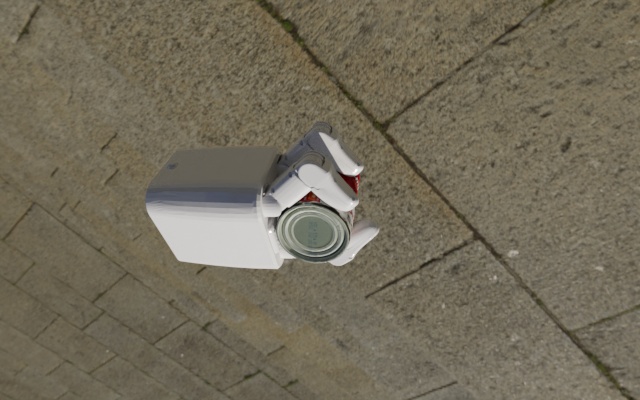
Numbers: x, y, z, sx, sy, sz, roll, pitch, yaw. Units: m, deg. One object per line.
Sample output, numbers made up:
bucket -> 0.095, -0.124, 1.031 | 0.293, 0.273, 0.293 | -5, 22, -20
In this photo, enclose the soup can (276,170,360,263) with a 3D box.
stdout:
soup can -> 0.001, 0.002, 0.453 | 0.068, 0.068, 0.102 | 0, 34, 10
